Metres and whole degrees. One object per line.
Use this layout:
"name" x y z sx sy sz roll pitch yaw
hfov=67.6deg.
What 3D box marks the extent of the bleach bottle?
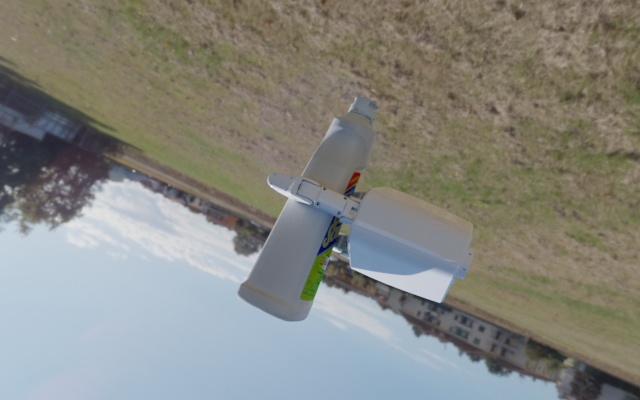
"bleach bottle" 0.000 0.002 0.518 0.068 0.251 0.102 22 -7 16
